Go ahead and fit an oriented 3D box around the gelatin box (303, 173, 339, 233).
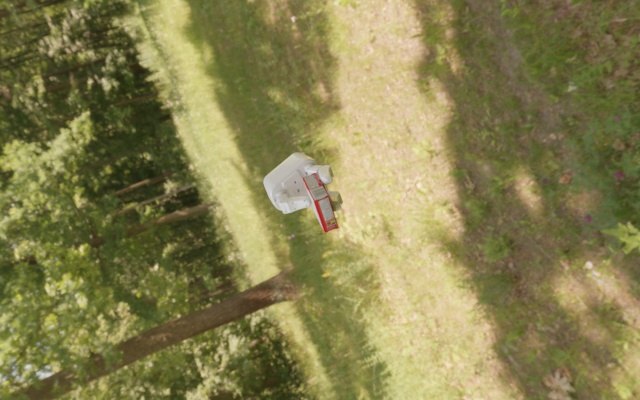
[{"bbox_3d":[0.000,0.003,0.849,0.030,0.073,0.089,-21,33,-5],"label":"gelatin box"}]
